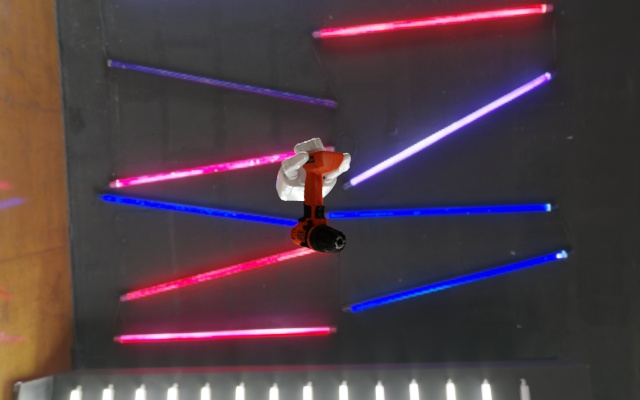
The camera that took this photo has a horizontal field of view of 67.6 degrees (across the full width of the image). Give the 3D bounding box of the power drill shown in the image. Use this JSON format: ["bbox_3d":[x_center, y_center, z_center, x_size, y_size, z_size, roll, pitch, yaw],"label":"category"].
[{"bbox_3d":[0.000,0.002,0.900,0.057,0.187,0.184,8,-2,-27],"label":"power drill"}]
